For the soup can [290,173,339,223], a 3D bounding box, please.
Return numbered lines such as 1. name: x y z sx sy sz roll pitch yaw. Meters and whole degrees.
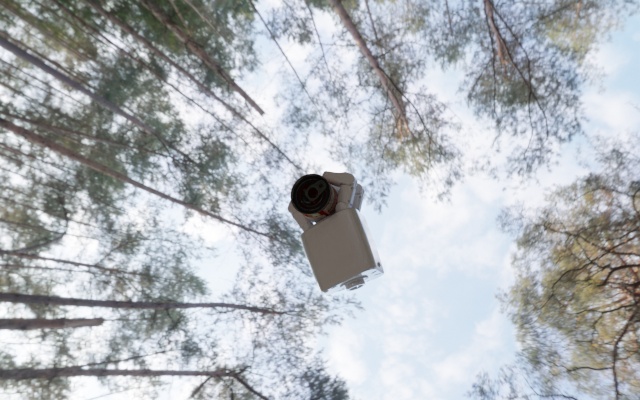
1. soup can: 0.000 0.002 0.799 0.068 0.068 0.102 0 -15 20
